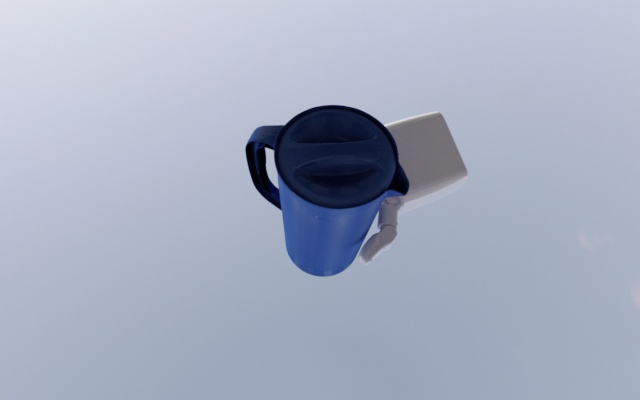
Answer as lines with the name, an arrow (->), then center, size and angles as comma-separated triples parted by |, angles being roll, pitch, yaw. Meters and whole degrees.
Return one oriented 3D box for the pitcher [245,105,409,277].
pitcher -> 0.000, 0.002, 0.602 | 0.145, 0.149, 0.243 | -21, -26, -15
